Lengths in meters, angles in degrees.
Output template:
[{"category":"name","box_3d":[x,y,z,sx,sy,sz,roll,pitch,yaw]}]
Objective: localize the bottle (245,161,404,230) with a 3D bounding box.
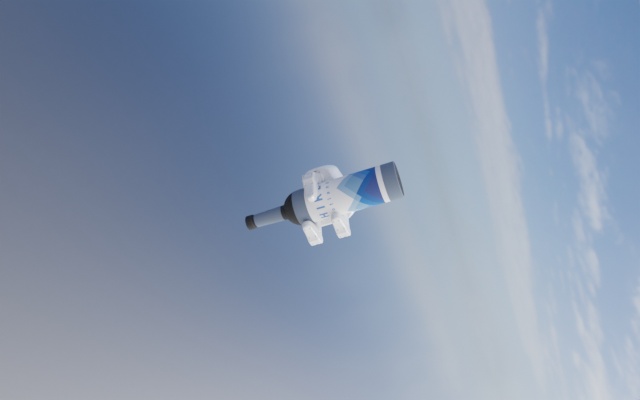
[{"category":"bottle","box_3d":[0.000,0.003,0.869,0.296,0.069,0.069,-16,-4,14]}]
